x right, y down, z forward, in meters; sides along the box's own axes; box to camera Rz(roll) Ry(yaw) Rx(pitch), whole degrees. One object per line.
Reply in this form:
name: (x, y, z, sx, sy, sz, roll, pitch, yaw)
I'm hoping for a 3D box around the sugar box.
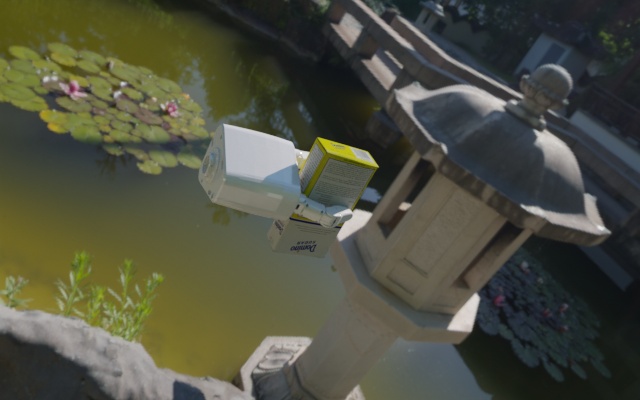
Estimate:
sugar box: (0.000, 0.002, 0.689, 0.093, 0.176, 0.048, 12, 33, -33)
